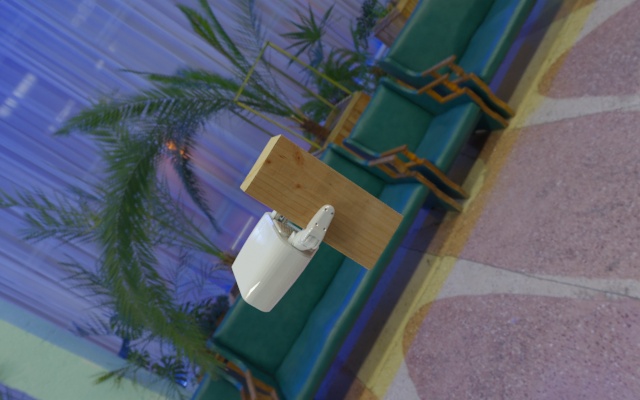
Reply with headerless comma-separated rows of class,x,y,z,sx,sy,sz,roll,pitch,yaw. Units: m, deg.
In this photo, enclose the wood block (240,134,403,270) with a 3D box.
wood block,0.000,0.003,0.678,0.206,0.090,0.091,33,-3,-14
